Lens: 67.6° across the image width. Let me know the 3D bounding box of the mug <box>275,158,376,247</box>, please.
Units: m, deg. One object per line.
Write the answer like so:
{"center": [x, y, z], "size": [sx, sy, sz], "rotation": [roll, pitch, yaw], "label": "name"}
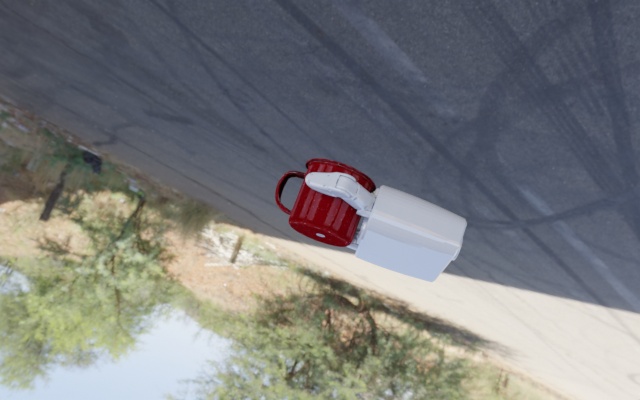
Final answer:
{"center": [-0.001, 0.002, 0.586], "size": [0.117, 0.081, 0.093], "rotation": [19, -15, 6], "label": "mug"}
